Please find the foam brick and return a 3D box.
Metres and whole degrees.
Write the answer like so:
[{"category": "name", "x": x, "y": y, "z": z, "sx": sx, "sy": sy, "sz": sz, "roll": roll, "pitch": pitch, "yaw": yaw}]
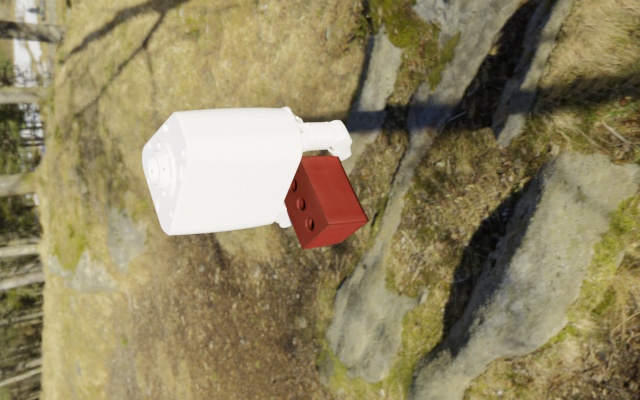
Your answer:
[{"category": "foam brick", "x": 0.000, "y": 0.002, "z": 0.472, "sx": 0.051, "sy": 0.078, "sz": 0.053, "roll": -7, "pitch": -27, "yaw": -40}]
